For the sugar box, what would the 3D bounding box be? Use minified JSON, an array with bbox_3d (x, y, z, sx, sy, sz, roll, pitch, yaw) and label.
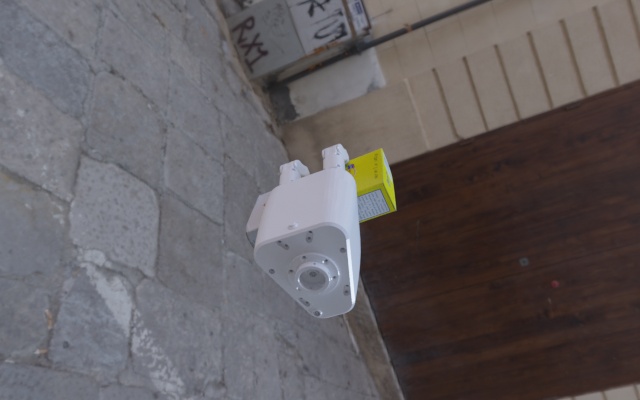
[{"bbox_3d":[0.000,0.001,0.577,0.176,0.048,0.093,-18,27,15],"label":"sugar box"}]
